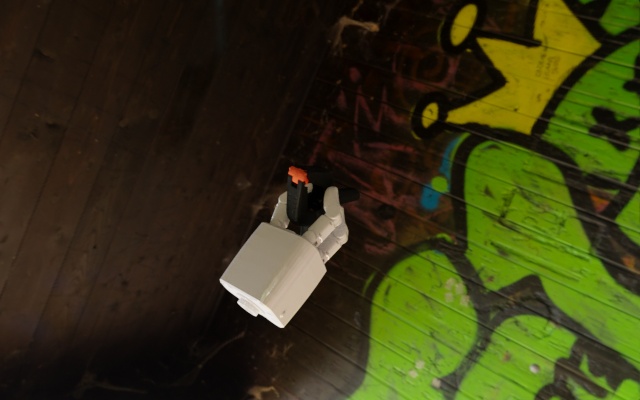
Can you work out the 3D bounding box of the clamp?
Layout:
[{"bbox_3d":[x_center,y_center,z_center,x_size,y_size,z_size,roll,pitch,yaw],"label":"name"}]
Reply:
[{"bbox_3d":[-0.001,0.002,0.729,0.036,0.164,0.210,27,-23,26],"label":"clamp"}]
